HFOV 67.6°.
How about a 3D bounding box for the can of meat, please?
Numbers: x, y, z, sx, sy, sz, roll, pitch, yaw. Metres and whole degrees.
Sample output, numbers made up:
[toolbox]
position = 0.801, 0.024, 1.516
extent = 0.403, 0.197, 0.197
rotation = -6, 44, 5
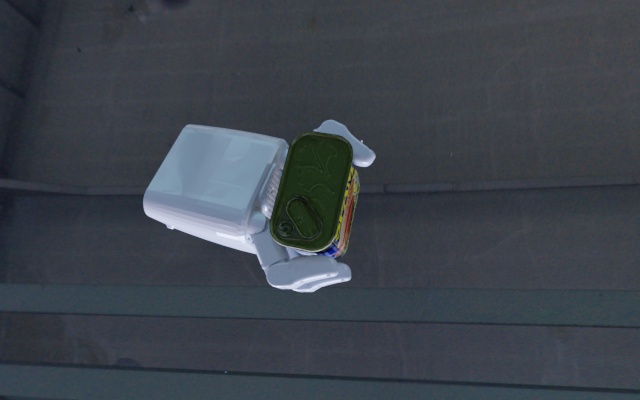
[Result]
[can of meat]
position = 0.000, 0.001, 0.434
extent = 0.057, 0.102, 0.084
rotation = 10, -13, 14
